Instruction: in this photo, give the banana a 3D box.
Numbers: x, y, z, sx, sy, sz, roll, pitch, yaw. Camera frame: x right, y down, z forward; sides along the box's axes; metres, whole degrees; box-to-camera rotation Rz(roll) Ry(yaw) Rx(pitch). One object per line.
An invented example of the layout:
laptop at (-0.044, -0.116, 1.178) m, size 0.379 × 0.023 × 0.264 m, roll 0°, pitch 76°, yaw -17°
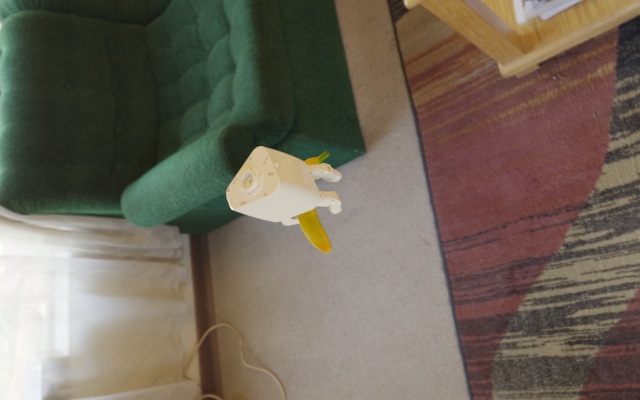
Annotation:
banana at (-0.017, 0.002, 0.887) m, size 0.069 × 0.197 × 0.037 m, roll -9°, pitch -18°, yaw 23°
